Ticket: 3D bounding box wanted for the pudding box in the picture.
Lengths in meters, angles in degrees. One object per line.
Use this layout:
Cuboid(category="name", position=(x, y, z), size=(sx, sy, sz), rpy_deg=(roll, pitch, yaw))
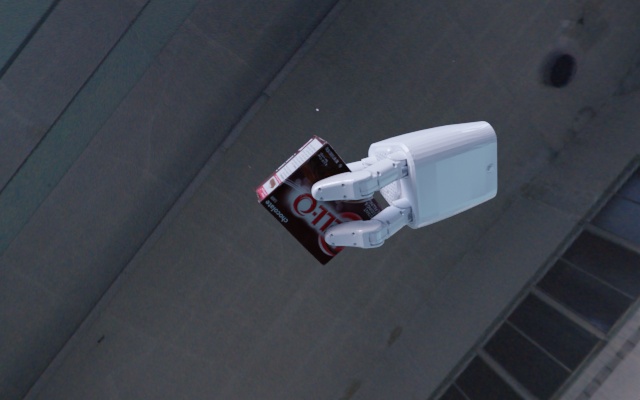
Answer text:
Cuboid(category="pudding box", position=(0.000, 0.002, 0.503), size=(0.113, 0.090, 0.039), rpy_deg=(47, 1, -28))
